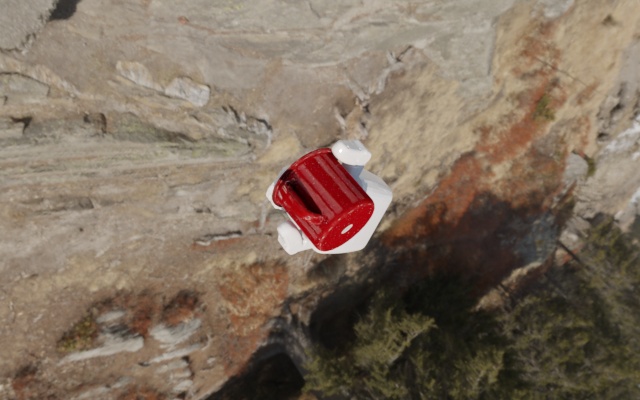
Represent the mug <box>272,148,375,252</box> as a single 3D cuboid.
[{"bbox_3d":[0.000,0.002,0.522,0.081,0.093,0.117,50,21,23],"label":"mug"}]
